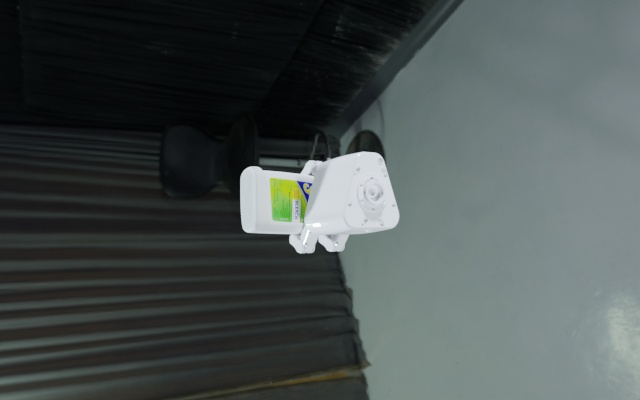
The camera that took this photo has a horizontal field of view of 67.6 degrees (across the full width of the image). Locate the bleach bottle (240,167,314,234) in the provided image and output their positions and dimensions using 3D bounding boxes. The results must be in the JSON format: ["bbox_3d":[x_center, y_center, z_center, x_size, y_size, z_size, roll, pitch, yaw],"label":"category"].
[{"bbox_3d":[0.000,0.003,0.771,0.251,0.102,0.068,1,-7,-29],"label":"bleach bottle"}]
